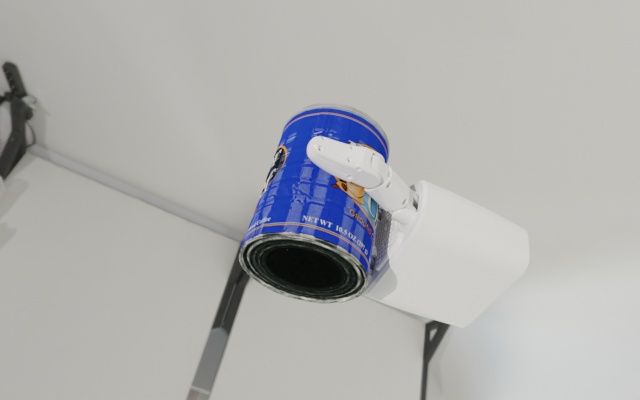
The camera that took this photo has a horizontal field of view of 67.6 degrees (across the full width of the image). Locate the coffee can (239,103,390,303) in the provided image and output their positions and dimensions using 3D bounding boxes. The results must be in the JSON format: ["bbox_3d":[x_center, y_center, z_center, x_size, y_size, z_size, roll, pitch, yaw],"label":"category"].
[{"bbox_3d":[0.000,0.001,0.409,0.103,0.140,0.103,9,-36,7],"label":"coffee can"}]
